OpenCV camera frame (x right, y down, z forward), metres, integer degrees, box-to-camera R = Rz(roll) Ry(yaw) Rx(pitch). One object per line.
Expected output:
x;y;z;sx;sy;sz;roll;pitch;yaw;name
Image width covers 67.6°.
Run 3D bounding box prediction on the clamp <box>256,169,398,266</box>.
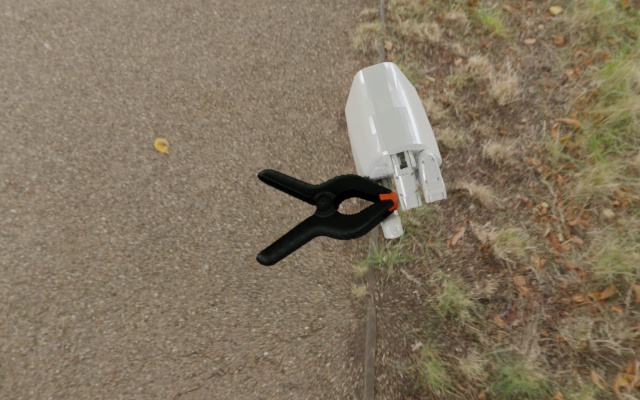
0.000;0.002;0.556;0.171;0.120;0.039;-14;-20;4;clamp
